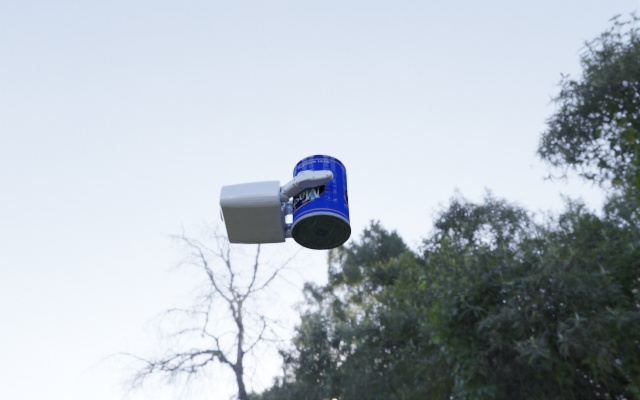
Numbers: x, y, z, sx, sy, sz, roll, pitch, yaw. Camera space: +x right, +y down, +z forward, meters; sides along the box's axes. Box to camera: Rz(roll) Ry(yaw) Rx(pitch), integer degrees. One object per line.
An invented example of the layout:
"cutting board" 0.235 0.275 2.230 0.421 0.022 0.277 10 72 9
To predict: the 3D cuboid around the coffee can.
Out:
"coffee can" 0.000 0.003 0.851 0.103 0.140 0.103 -1 -40 -1
